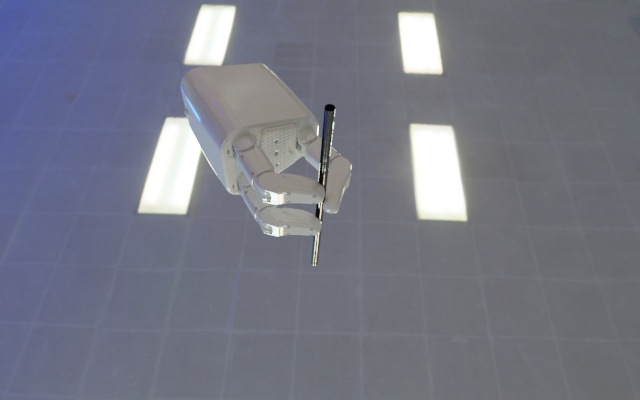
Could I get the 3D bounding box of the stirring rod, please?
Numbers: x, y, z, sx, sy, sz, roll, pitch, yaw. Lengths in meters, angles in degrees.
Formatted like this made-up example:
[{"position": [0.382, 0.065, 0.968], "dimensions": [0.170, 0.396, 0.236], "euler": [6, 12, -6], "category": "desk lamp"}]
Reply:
[{"position": [0.000, 0.001, 0.450], "dimensions": [0.011, 0.011, 0.240], "euler": [0, -35, -4], "category": "stirring rod"}]
